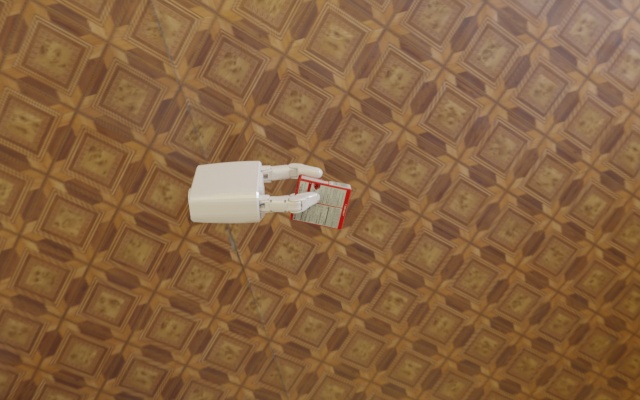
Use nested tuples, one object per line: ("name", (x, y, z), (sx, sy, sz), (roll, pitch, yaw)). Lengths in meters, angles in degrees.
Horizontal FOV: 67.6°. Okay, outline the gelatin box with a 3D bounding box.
("gelatin box", (0.000, 0.003, 0.784), (0.089, 0.073, 0.030), (12, 19, -3))
